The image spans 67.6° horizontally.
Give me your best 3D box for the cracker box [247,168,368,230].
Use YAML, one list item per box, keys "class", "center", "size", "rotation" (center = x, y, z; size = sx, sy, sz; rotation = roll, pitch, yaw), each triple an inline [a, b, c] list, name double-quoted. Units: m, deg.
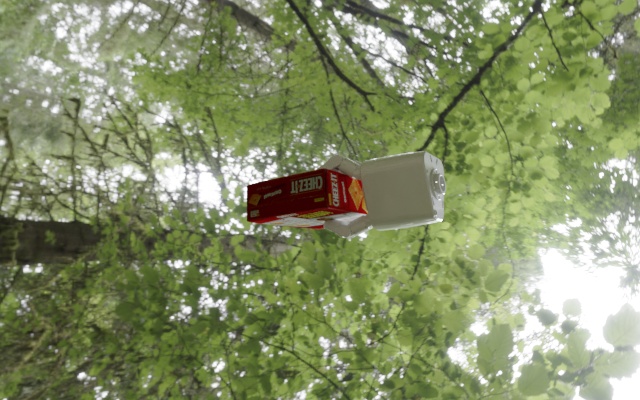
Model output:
- class: "cracker box"
  center: [0.000, 0.003, 0.842]
  size: [0.164, 0.072, 0.214]
  rotation: [-11, -12, 32]
